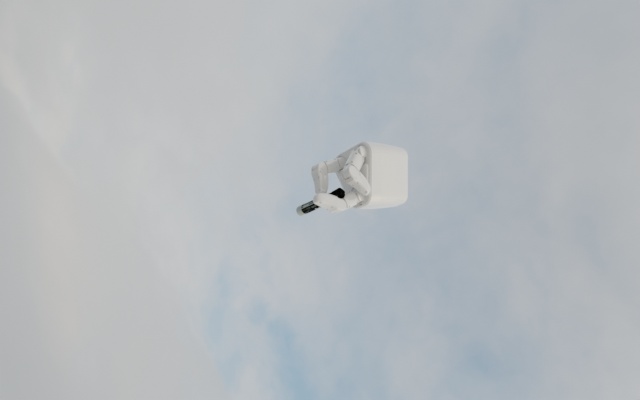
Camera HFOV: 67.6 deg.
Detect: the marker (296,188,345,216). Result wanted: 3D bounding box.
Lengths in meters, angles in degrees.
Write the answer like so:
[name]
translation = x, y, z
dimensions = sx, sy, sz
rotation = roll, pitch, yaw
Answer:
[marker]
translation = 0.000, 0.003, 0.829
dimensions = 0.020, 0.020, 0.121
rotation = 0, -16, -40
